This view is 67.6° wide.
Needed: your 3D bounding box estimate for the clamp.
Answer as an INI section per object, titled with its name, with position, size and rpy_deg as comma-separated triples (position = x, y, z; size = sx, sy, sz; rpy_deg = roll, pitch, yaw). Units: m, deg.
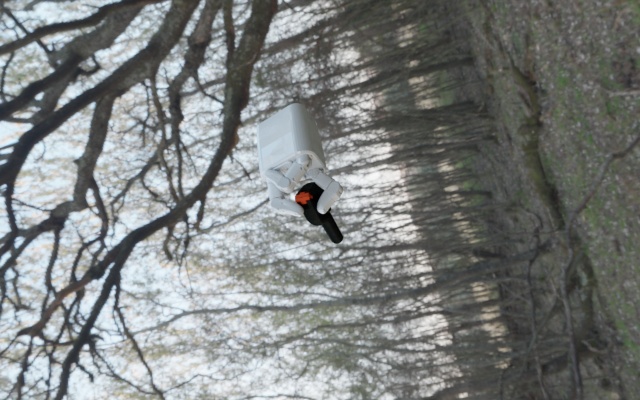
[clamp]
position = 0.000, 0.003, 0.881
size = 0.039, 0.120, 0.171
rpy_deg = -18, -27, 15
